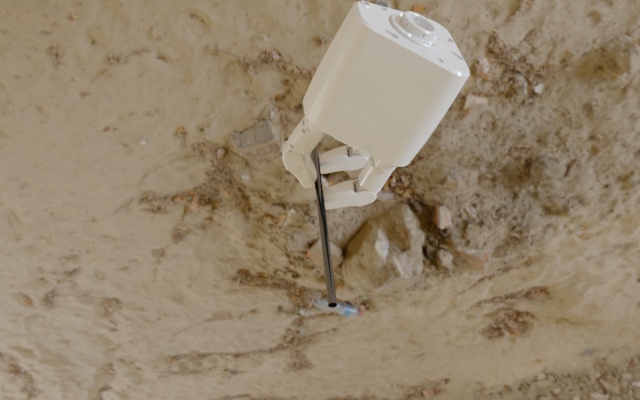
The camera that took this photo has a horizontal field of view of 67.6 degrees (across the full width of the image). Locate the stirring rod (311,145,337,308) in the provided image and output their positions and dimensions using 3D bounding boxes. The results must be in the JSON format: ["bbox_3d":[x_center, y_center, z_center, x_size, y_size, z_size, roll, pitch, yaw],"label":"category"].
[{"bbox_3d":[0.000,0.001,0.489,0.011,0.239,0.011,-4,-43,-3],"label":"stirring rod"}]
